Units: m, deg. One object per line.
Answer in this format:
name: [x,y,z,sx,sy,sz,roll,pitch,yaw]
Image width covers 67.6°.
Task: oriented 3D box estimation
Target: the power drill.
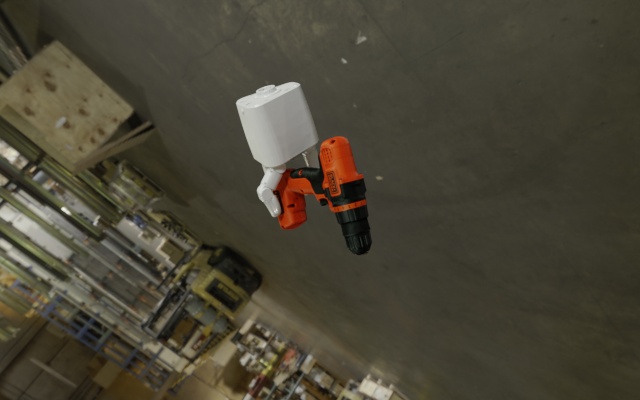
power drill: [0.000,0.002,0.783,0.057,0.184,0.187,-14,1,-41]
